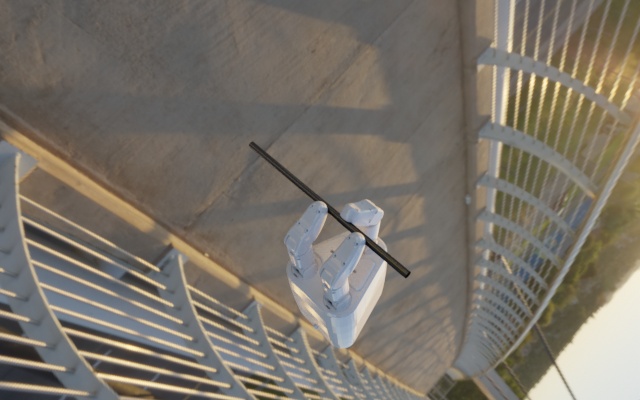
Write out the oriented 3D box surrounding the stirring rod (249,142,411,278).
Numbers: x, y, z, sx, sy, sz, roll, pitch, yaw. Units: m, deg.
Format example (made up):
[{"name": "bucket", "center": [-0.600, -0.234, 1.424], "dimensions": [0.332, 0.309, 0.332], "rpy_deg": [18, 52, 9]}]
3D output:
[{"name": "stirring rod", "center": [0.000, 0.002, 0.498], "dimensions": [0.239, 0.011, 0.011], "rpy_deg": [40, 22, 29]}]
